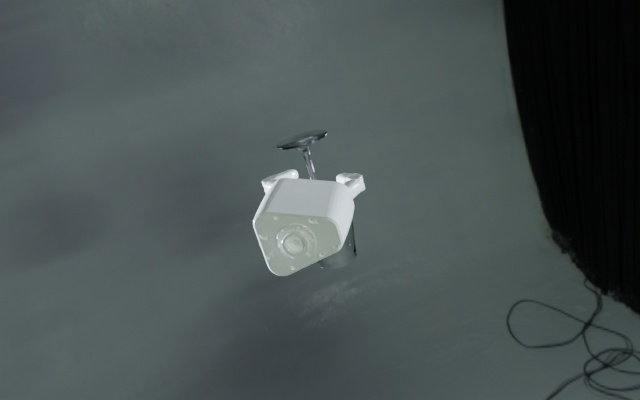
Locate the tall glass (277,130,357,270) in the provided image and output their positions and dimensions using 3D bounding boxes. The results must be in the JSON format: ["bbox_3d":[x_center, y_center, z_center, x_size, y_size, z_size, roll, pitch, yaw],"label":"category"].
[{"bbox_3d":[0.000,0.002,0.710,0.079,0.201,0.079,-15,21,6],"label":"tall glass"}]
